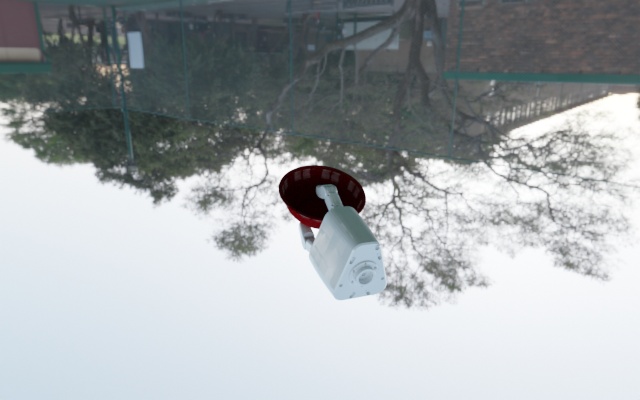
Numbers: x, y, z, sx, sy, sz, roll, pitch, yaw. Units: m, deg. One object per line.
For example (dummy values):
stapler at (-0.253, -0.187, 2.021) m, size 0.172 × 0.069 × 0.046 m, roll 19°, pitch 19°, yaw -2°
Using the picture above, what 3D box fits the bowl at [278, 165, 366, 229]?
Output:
bowl at (0.000, 0.002, 0.882) m, size 0.162 × 0.055 × 0.162 m, roll 7°, pitch 40°, yaw -6°
